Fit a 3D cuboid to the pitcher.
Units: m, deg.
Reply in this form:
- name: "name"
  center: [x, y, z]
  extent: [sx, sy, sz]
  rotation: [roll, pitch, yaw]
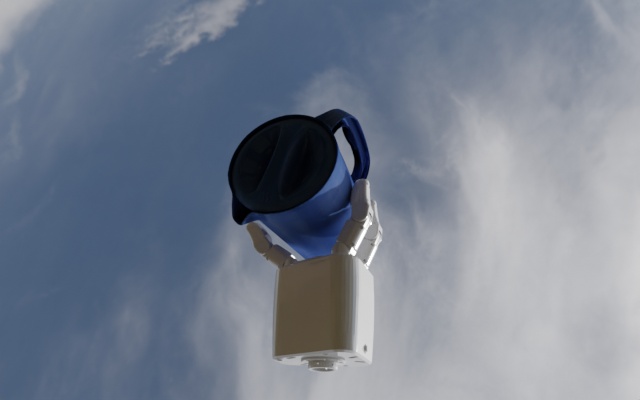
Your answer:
- name: "pitcher"
  center: [0.000, 0.002, 0.629]
  extent: [0.149, 0.145, 0.243]
  rotation: [-10, -31, 16]
